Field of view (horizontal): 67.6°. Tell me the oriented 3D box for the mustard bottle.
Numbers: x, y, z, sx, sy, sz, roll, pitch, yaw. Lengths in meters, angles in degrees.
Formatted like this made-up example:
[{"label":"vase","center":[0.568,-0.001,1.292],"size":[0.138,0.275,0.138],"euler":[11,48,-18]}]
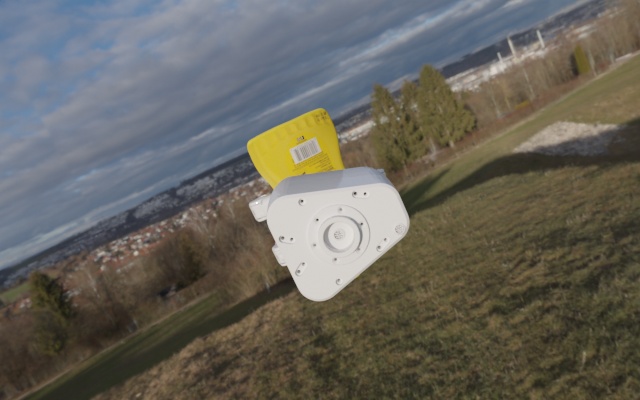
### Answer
[{"label":"mustard bottle","center":[0.000,0.001,0.537],"size":[0.096,0.191,0.058],"euler":[-28,9,-20]}]
